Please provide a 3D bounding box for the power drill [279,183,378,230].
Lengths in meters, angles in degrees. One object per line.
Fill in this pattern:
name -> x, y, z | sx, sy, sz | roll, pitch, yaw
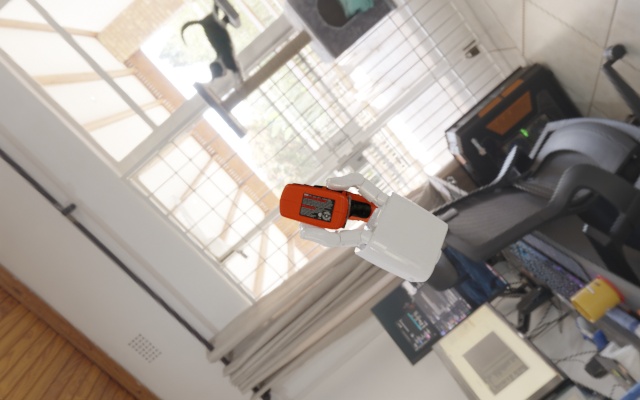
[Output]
power drill -> 0.000, 0.003, 0.792 | 0.184, 0.057, 0.187 | 11, 6, 17
